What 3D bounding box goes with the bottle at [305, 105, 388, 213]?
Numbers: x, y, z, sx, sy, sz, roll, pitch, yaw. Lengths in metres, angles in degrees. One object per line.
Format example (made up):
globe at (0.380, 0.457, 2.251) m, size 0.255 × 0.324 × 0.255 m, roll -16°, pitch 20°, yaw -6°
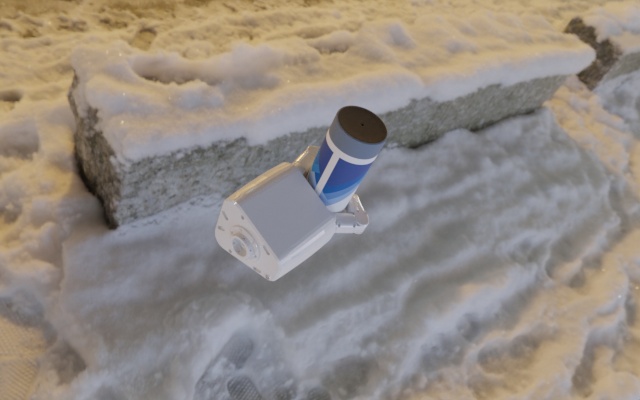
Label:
bottle at (0.000, 0.002, 0.660) m, size 0.069 × 0.069 × 0.296 m, roll 0°, pitch -38°, yaw -25°
